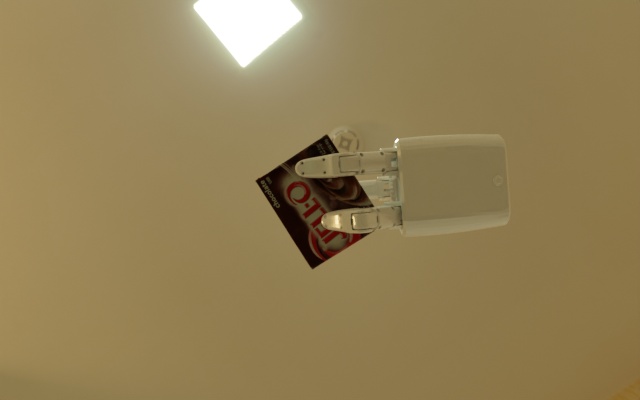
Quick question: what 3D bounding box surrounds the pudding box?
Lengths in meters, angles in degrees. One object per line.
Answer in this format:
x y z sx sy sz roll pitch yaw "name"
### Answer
0.000 0.002 0.505 0.090 0.113 0.039 -33 -1 4 "pudding box"
